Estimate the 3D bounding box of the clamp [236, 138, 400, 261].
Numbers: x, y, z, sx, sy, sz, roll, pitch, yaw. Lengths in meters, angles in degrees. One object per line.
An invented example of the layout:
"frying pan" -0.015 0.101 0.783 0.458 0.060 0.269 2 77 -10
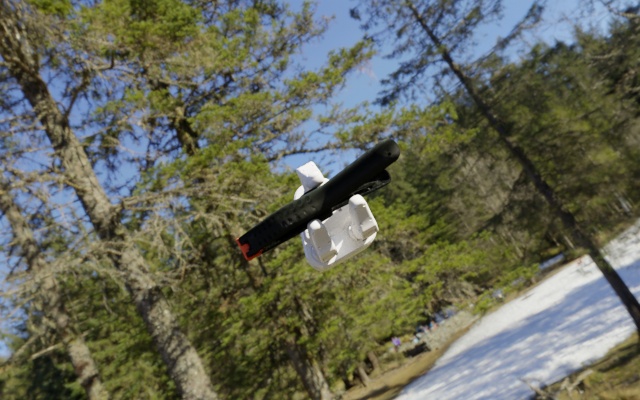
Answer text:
"clamp" -0.001 0.001 0.540 0.210 0.036 0.164 -30 -10 -6
